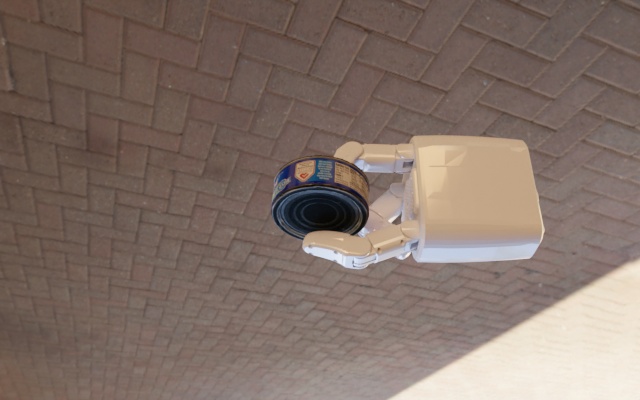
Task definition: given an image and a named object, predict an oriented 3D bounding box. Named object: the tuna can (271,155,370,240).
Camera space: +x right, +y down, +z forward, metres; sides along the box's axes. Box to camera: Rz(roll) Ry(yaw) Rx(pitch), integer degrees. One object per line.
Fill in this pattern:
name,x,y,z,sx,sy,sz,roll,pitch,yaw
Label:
tuna can,0.000,0.002,0.417,0.086,0.033,0.086,2,-38,2
